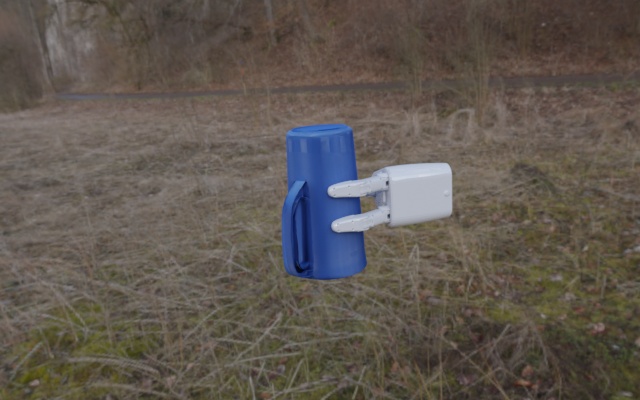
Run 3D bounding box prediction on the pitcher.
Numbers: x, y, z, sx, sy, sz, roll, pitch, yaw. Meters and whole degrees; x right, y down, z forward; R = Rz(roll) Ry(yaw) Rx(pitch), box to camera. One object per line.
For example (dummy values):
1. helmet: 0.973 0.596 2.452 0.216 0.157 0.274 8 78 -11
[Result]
1. pitcher: 0.000 0.003 0.785 0.145 0.243 0.149 -6 14 -7
